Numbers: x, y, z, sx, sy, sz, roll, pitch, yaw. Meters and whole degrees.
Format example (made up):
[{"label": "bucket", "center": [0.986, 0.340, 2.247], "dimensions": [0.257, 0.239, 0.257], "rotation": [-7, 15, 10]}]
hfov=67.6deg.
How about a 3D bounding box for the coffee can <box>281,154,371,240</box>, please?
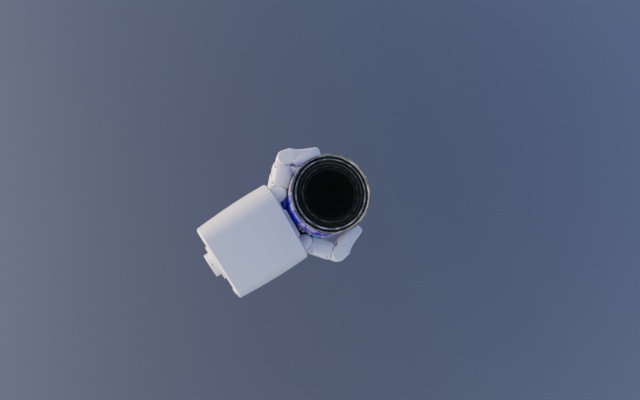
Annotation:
[{"label": "coffee can", "center": [0.000, 0.002, 0.661], "dimensions": [0.103, 0.103, 0.140], "rotation": [0, -9, -11]}]
